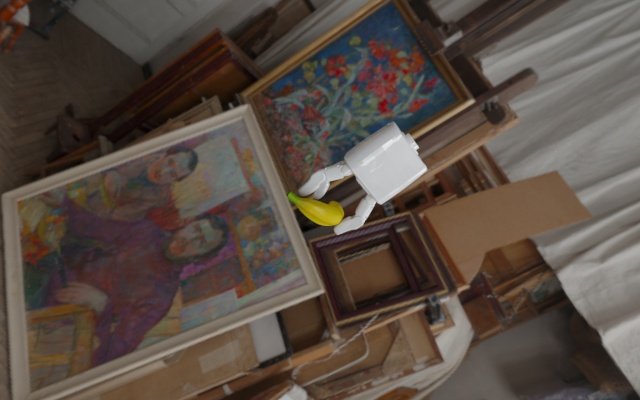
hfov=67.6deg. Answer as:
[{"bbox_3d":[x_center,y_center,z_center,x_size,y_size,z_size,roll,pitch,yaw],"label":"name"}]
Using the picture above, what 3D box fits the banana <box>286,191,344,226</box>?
[{"bbox_3d":[0.009,0.017,0.872,0.037,0.069,0.198,-40,-20,13],"label":"banana"}]
